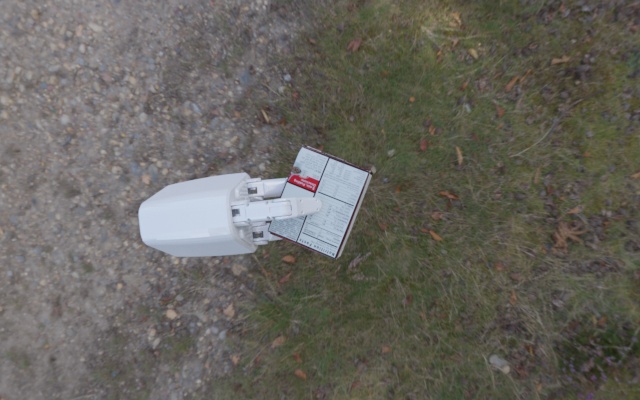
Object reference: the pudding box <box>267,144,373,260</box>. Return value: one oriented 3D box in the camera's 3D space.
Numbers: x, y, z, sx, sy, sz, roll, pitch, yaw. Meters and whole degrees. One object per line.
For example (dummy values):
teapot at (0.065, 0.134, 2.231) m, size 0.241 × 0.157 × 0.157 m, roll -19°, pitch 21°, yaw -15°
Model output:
pudding box at (0.000, 0.002, 0.561) m, size 0.090 × 0.113 × 0.039 m, roll 22°, pitch 5°, yaw 7°
